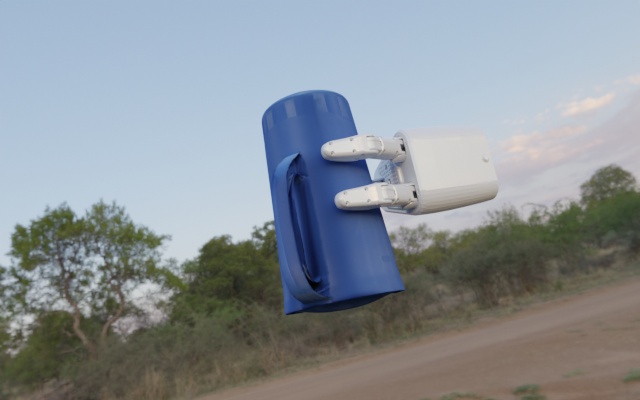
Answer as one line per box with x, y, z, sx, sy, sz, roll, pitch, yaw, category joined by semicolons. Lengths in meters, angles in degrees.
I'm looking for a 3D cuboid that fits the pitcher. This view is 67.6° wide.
0.000;0.002;0.538;0.145;0.242;0.149;-7;-14;-19;pitcher
